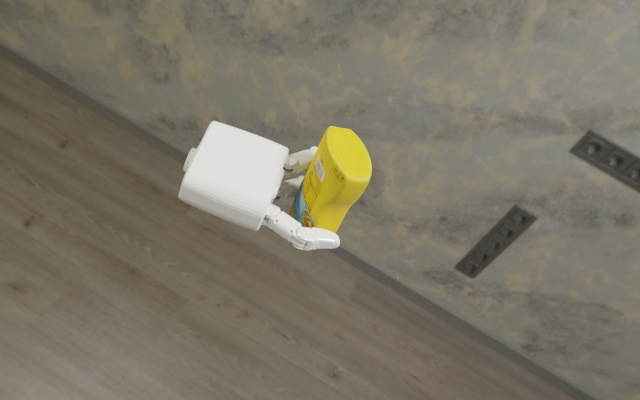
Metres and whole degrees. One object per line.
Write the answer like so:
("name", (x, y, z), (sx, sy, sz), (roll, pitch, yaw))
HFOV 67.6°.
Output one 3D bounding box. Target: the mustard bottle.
("mustard bottle", (0.001, 0.002, 0.635), (0.058, 0.096, 0.192), (4, -42, -26))
